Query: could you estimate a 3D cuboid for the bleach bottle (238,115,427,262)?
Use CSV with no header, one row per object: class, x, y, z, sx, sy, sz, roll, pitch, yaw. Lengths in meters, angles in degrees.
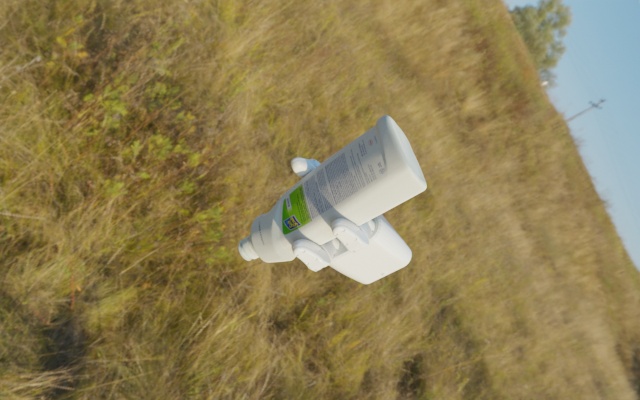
bleach bottle,0.000,0.002,0.596,0.251,0.102,0.068,-30,-41,20
